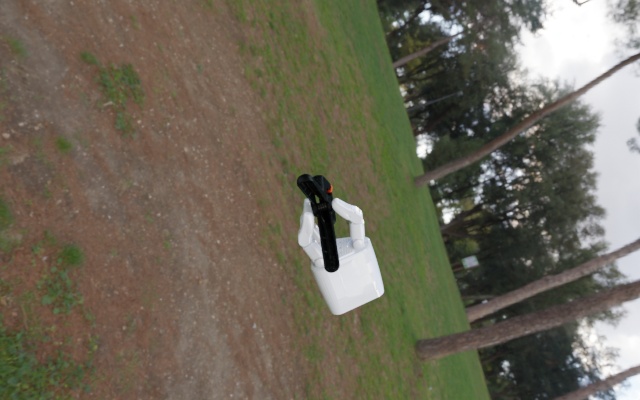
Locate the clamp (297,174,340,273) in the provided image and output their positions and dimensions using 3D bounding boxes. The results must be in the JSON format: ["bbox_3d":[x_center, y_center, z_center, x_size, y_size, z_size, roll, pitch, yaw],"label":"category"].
[{"bbox_3d":[0.001,0.002,0.812,0.036,0.165,0.210,-14,23,8],"label":"clamp"}]
